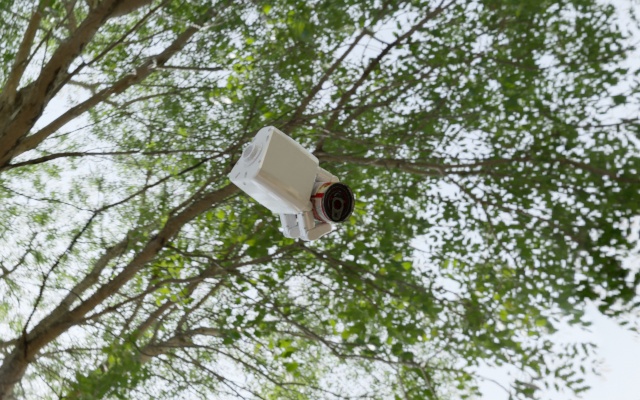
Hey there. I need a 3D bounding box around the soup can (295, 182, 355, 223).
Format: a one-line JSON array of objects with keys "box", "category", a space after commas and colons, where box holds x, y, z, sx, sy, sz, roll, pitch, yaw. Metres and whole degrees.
[{"box": [0.000, 0.003, 0.820, 0.068, 0.068, 0.102, 0, 1, -38], "category": "soup can"}]
